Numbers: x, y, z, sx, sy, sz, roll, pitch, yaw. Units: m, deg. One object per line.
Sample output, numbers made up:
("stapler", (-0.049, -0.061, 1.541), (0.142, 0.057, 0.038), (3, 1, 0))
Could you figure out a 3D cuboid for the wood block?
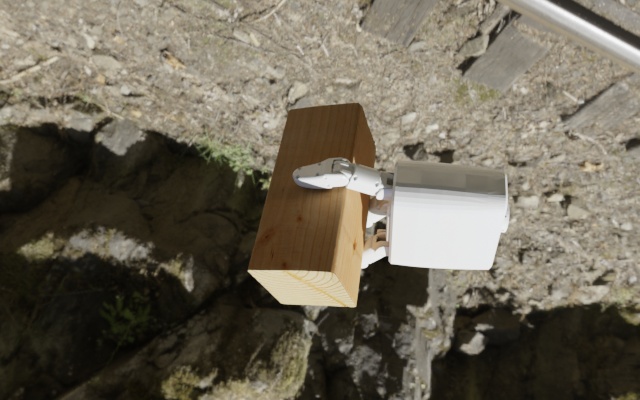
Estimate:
("wood block", (0.000, 0.002, 0.528), (0.090, 0.206, 0.091), (-2, -33, 20))
